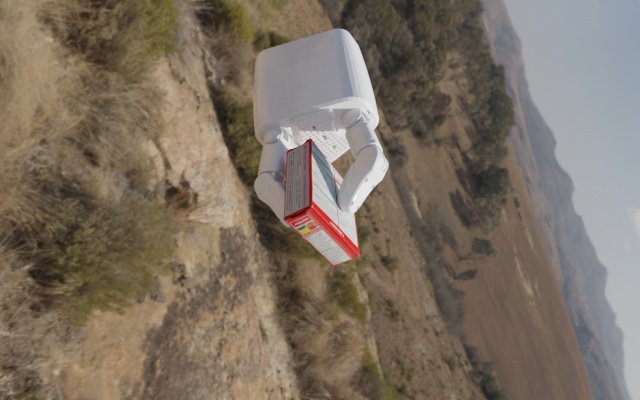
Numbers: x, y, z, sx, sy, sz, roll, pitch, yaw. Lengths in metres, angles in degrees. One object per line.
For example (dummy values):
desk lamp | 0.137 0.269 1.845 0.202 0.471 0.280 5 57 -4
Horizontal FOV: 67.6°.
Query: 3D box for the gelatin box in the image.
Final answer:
gelatin box | 0.000 0.001 0.415 0.030 0.089 0.073 -26 -50 21
